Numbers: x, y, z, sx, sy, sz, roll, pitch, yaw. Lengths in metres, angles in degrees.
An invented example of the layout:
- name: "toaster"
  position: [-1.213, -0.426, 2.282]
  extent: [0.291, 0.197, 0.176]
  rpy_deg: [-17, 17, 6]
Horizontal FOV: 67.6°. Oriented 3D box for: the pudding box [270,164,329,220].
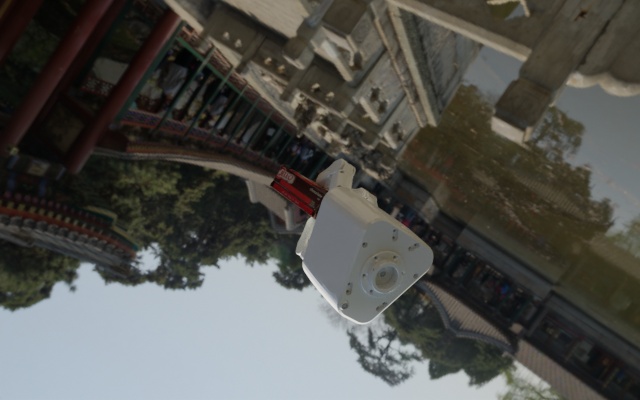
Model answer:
- name: "pudding box"
  position: [0.000, 0.002, 0.631]
  extent: [0.090, 0.039, 0.113]
  rpy_deg: [36, 3, 36]
